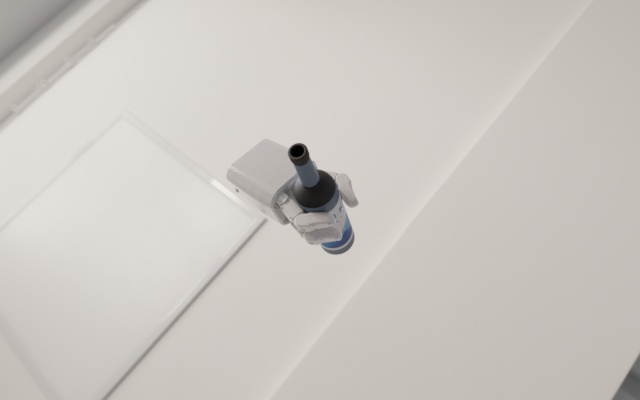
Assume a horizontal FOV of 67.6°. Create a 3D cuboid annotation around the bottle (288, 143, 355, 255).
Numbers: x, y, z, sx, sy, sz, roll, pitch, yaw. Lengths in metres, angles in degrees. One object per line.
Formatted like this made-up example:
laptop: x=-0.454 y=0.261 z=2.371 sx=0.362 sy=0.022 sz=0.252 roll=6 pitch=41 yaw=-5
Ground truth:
bottle: x=0.000 y=0.003 z=0.753 sx=0.069 sy=0.069 sz=0.296 roll=0 pitch=-27 yaw=13
